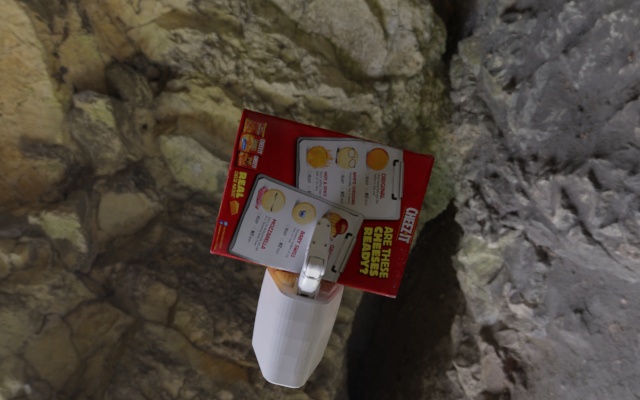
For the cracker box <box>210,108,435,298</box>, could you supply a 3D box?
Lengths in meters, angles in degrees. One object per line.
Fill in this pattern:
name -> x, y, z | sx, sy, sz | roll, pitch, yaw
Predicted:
cracker box -> 0.000, 0.002, 0.546 | 0.214, 0.164, 0.072 | 14, 7, -3
